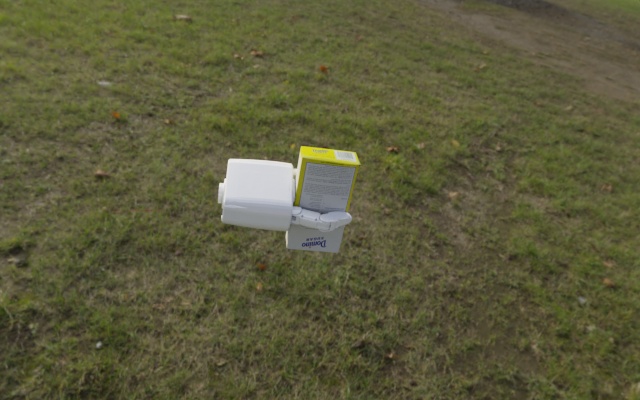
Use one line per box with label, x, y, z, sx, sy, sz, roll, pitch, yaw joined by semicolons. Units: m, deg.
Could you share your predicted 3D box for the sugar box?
sugar box;0.000;0.002;0.784;0.093;0.176;0.048;6;34;-10
